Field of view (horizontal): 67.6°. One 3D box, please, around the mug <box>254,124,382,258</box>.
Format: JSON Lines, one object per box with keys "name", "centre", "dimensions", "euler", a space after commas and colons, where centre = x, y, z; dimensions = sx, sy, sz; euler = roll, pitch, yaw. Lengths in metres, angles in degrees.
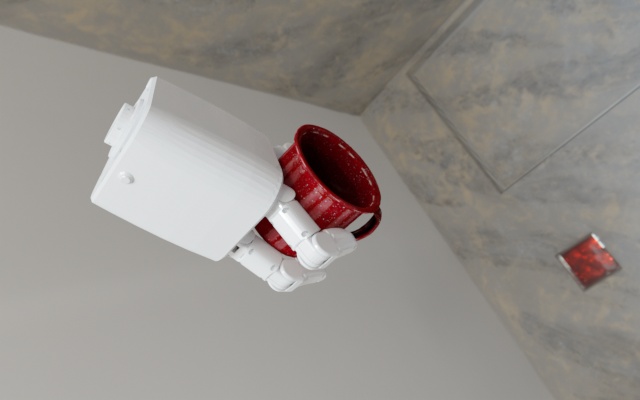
{"name": "mug", "centre": [0.001, 0.002, 0.417], "dimensions": [0.117, 0.093, 0.081], "euler": [29, -56, -28]}
